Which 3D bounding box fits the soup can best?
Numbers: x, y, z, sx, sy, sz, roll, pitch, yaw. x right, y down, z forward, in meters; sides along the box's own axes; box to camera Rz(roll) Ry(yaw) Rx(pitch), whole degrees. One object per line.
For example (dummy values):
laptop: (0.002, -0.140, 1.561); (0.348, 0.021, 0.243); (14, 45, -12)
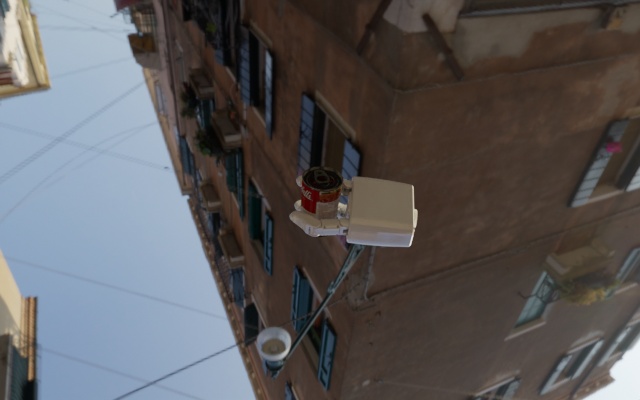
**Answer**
soup can: (0.000, 0.003, 0.809); (0.068, 0.102, 0.068); (3, 38, -3)
